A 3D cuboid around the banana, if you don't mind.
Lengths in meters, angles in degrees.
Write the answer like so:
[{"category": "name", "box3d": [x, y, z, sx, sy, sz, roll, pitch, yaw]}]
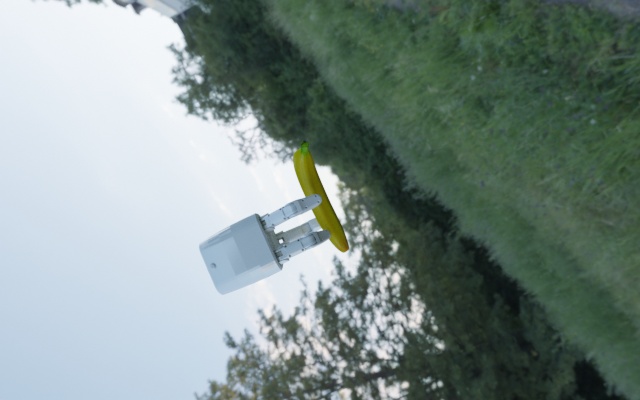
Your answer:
[{"category": "banana", "box3d": [-0.004, -0.005, 0.784, 0.037, 0.198, 0.069, -25, 18, -3]}]
